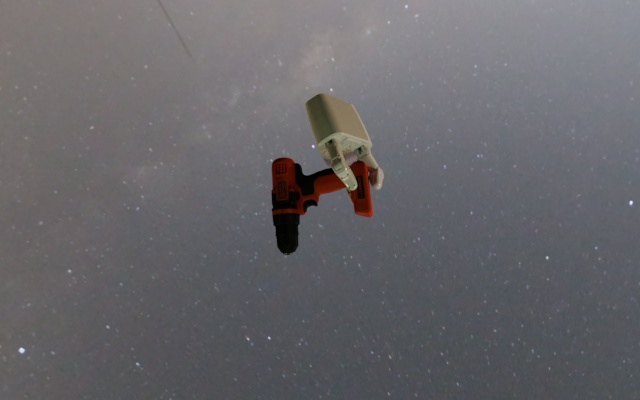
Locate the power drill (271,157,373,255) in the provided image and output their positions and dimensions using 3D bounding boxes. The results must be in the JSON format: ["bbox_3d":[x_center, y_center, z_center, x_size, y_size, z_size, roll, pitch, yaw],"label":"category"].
[{"bbox_3d":[0.001,0.003,0.887,0.187,0.184,0.057,-6,-9,7],"label":"power drill"}]
